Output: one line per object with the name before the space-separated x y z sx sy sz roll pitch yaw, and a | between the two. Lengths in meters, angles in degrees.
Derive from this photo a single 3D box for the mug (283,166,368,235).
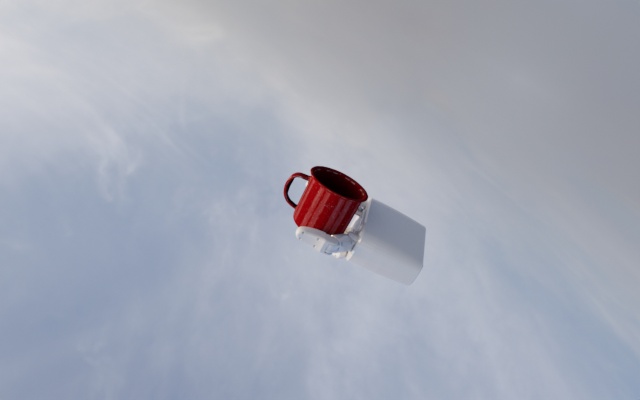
mug | -0.001 0.002 0.703 0.117 0.081 0.093 26 23 -5
